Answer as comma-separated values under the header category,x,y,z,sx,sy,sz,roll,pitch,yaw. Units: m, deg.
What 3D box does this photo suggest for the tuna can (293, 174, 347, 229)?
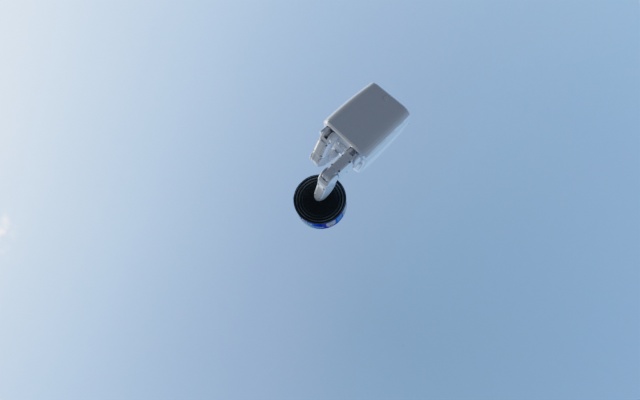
category,x,y,z,sx,sy,sz,roll,pitch,yaw
tuna can,0.000,0.003,0.779,0.086,0.086,0.034,0,-20,6
